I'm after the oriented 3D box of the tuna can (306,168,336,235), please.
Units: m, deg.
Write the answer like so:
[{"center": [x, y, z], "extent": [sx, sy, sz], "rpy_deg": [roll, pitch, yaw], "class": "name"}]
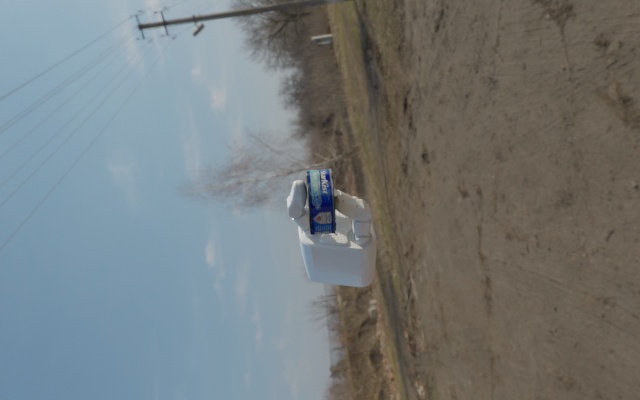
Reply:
[{"center": [0.000, 0.002, 0.624], "extent": [0.034, 0.086, 0.086], "rpy_deg": [-4, 0, -2], "class": "tuna can"}]
